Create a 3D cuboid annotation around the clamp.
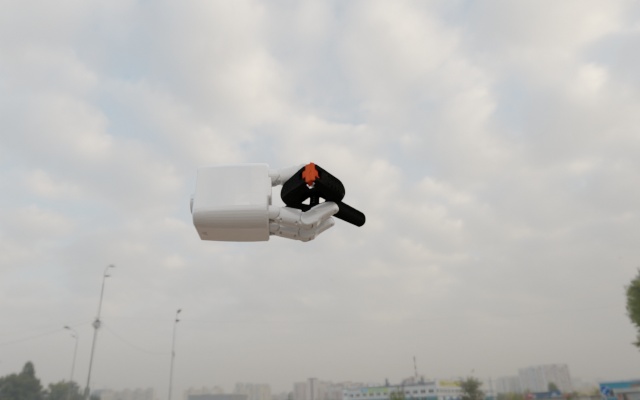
[{"bbox_3d":[0.000,0.001,0.729,0.164,0.036,0.210,-1,-23,-5],"label":"clamp"}]
